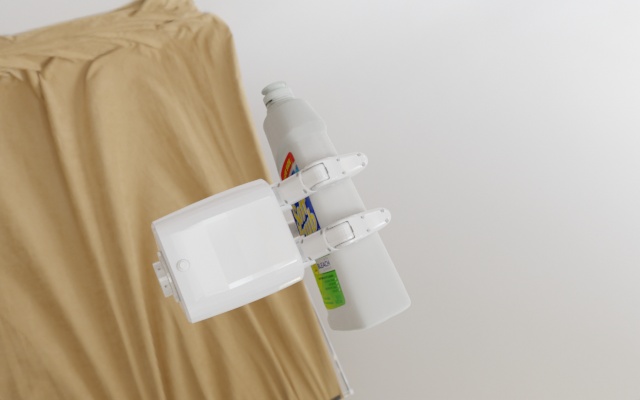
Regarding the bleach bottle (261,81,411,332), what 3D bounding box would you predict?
[{"bbox_3d":[0.000,0.002,0.480,0.068,0.251,0.102,-21,-7,-22],"label":"bleach bottle"}]
